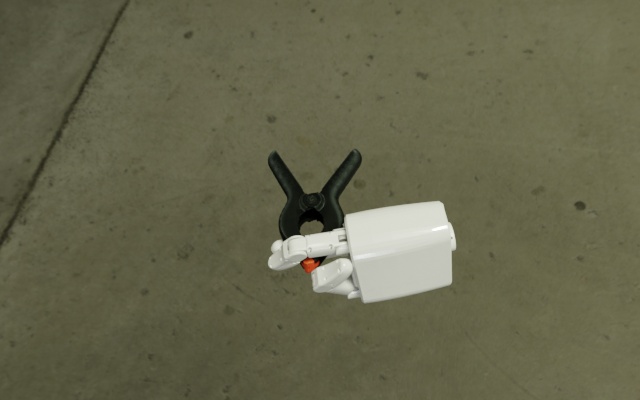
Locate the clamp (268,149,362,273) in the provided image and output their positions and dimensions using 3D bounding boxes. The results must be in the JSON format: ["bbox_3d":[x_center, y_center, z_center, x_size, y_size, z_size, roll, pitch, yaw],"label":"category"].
[{"bbox_3d":[0.000,0.002,0.581,0.120,0.171,0.039,-11,-30,5],"label":"clamp"}]
